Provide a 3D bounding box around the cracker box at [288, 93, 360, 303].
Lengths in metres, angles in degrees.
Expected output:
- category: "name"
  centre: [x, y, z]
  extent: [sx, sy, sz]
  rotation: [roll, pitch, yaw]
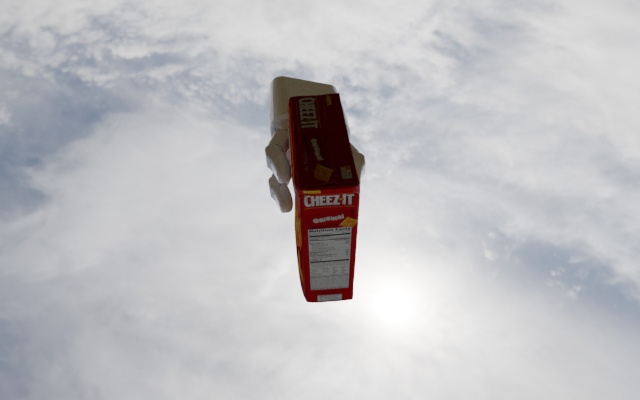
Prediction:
- category: "cracker box"
  centre: [0.000, 0.002, 0.599]
  extent: [0.072, 0.164, 0.214]
  rotation: [-5, -44, -3]
